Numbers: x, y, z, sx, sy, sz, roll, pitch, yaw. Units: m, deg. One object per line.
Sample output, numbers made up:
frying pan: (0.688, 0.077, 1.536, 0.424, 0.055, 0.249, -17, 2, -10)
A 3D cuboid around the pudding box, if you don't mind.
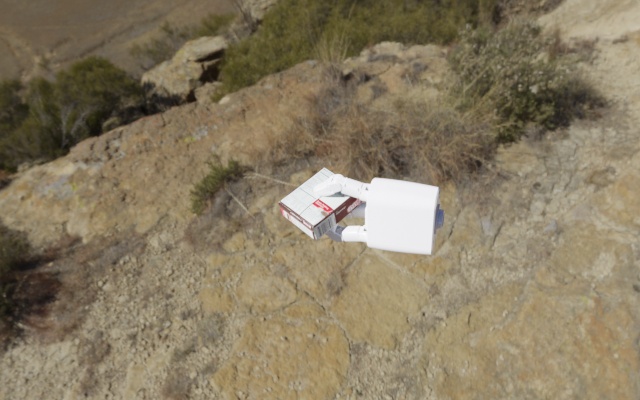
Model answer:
pudding box: (0.000, 0.003, 0.809, 0.113, 0.039, 0.090, -37, 52, -25)
